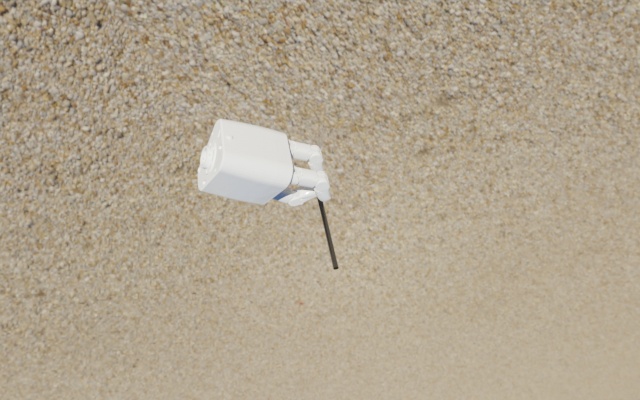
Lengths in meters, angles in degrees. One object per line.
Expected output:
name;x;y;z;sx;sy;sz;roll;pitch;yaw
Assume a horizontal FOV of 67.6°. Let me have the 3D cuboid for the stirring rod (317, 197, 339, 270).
stirring rod;0.000;0.002;0.754;0.011;0.239;0.011;-9;-36;-6
